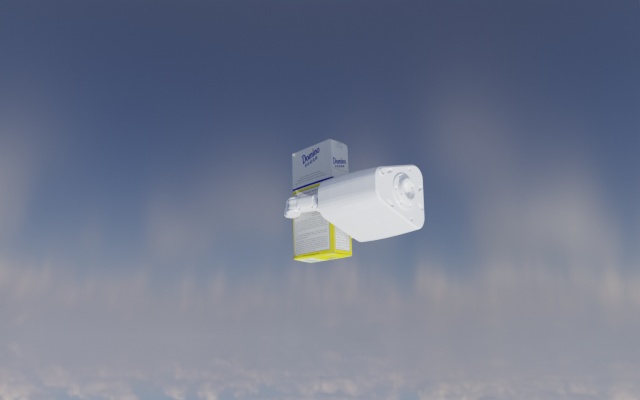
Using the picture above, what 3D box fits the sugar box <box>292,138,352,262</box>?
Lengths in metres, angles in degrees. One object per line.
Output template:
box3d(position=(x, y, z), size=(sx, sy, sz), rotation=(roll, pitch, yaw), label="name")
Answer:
box3d(position=(0.001, 0.003, 0.738), size=(0.048, 0.176, 0.093), rotation=(16, -22, -42), label="sugar box")
